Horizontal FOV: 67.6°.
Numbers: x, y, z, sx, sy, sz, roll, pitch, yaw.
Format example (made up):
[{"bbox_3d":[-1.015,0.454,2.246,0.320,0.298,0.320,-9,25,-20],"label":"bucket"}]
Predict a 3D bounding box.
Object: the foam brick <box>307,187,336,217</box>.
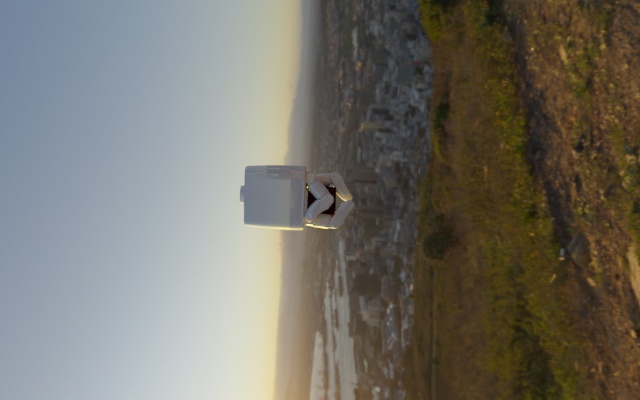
[{"bbox_3d":[0.000,0.003,0.897,0.051,0.053,0.078,1,-6,-3],"label":"foam brick"}]
